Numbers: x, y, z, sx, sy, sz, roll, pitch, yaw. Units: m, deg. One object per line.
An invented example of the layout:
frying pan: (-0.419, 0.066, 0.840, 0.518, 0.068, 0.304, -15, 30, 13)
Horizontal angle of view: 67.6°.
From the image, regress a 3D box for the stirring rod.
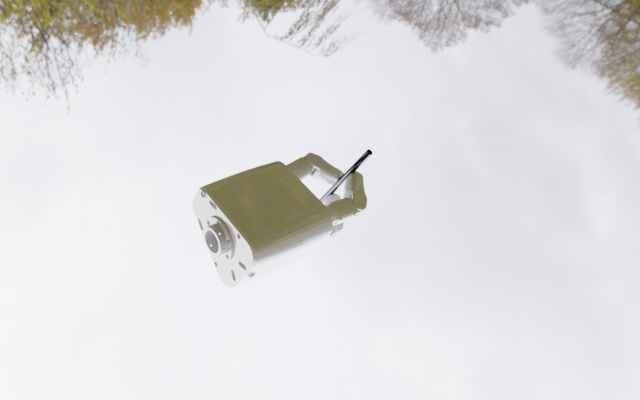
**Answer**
stirring rod: (0.000, 0.002, 0.639, 0.011, 0.011, 0.240, 0, -29, -32)
